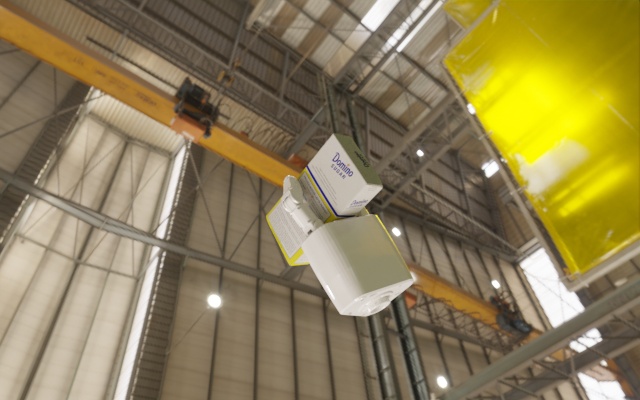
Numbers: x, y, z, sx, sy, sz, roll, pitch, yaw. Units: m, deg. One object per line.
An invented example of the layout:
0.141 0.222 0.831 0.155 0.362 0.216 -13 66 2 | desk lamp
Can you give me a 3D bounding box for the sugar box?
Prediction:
0.000 0.002 0.662 0.048 0.093 0.176 5 -43 -49 | sugar box
